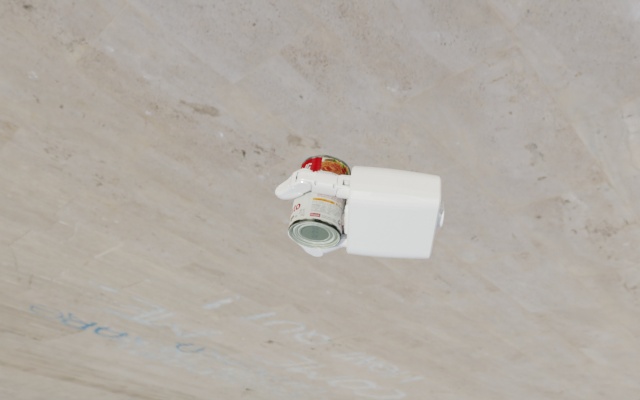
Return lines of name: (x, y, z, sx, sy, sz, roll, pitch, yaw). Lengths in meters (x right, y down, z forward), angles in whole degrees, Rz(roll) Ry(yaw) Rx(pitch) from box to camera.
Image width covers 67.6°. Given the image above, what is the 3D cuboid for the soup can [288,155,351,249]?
soup can: (0.000, 0.002, 0.610, 0.068, 0.102, 0.069, 7, -34, 5)
